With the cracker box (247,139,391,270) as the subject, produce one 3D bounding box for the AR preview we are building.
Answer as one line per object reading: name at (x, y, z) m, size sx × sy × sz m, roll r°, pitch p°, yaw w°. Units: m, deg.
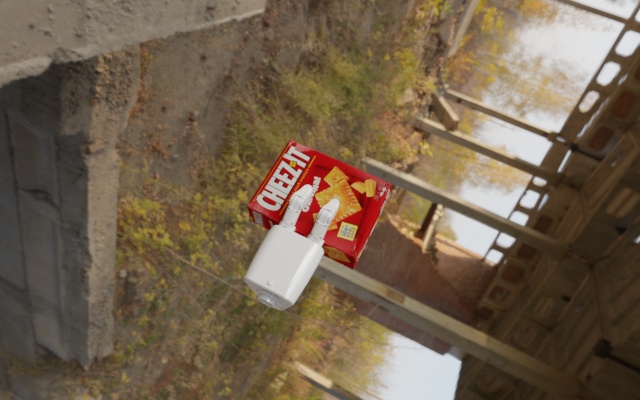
cracker box at (0.000, 0.003, 0.871) m, size 0.213 × 0.164 × 0.072 m, roll 25°, pitch -25°, yaw 10°
